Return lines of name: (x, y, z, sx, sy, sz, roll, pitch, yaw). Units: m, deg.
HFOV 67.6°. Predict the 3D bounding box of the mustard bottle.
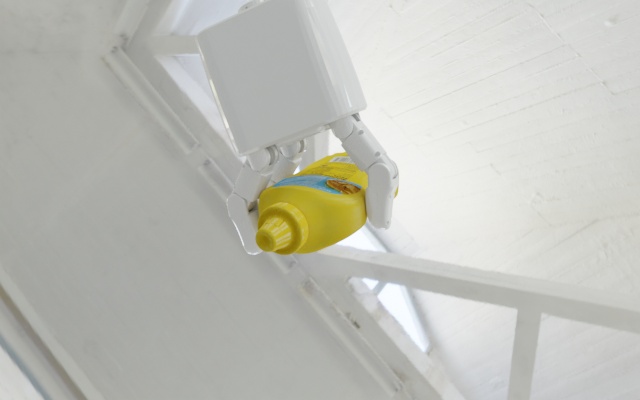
mustard bottle: (0.000, 0.002, 0.433, 0.096, 0.058, 0.191, 9, 20, 24)
